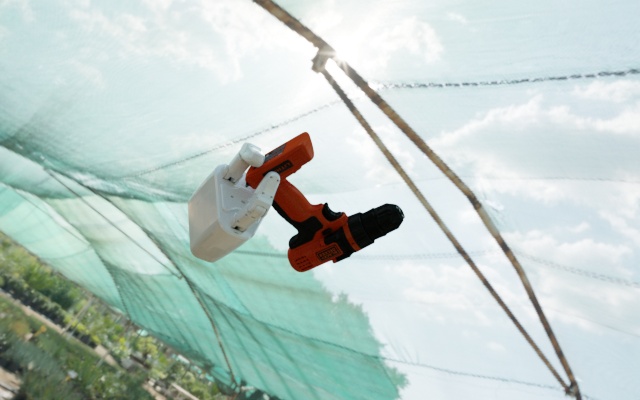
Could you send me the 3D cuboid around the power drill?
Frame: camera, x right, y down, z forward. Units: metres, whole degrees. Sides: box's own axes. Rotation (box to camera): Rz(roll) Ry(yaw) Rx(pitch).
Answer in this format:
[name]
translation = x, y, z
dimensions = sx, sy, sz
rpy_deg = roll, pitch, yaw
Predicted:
[power drill]
translation = 0.000, 0.002, 0.663
dimensions = 0.184, 0.188, 0.057
rpy_deg = -27, 22, 17
